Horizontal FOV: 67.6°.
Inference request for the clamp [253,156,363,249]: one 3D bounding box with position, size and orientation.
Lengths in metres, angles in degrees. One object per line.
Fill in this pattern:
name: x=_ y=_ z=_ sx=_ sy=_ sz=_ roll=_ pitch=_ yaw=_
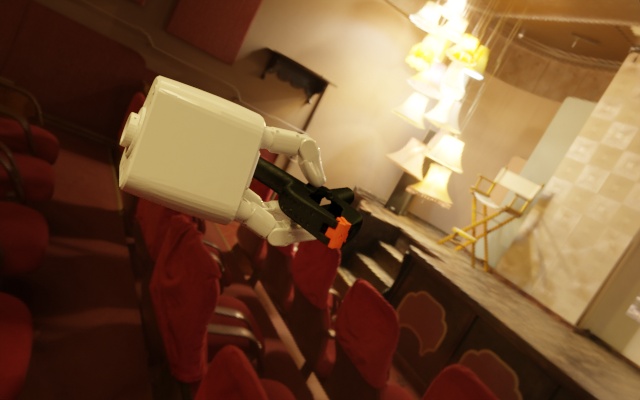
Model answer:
clamp: x=0.000 y=0.001 z=0.541 sx=0.164 sy=0.036 sz=0.210 roll=17 pitch=14 yaw=-27
